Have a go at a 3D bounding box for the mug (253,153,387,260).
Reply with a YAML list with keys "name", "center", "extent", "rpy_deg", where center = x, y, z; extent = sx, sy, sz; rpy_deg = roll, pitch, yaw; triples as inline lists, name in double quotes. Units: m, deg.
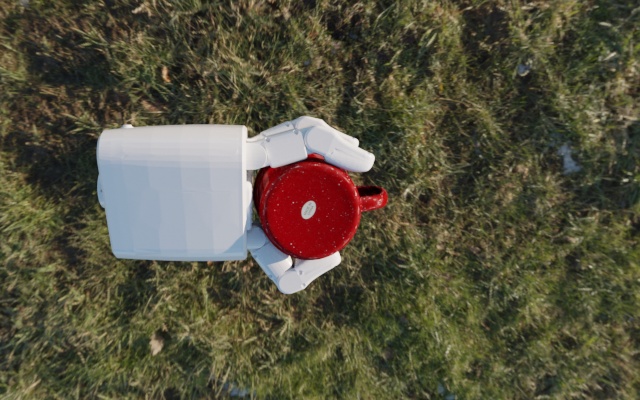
- name: "mug"
  center: [0.002, 0.001, 0.413]
  extent: [0.117, 0.093, 0.081]
  rpy_deg: [-2, 12, -7]
